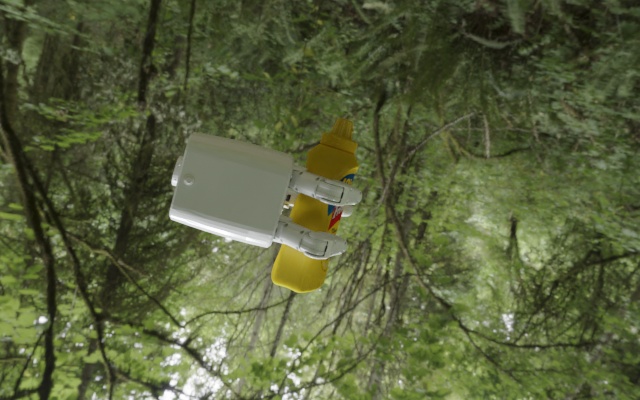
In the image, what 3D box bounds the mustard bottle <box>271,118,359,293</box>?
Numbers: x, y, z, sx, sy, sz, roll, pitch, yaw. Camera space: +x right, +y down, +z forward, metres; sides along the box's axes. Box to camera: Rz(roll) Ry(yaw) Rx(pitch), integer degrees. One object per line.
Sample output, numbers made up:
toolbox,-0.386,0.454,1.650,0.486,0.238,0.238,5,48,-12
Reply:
mustard bottle,0.000,0.002,0.538,0.058,0.191,0.096,18,7,15
